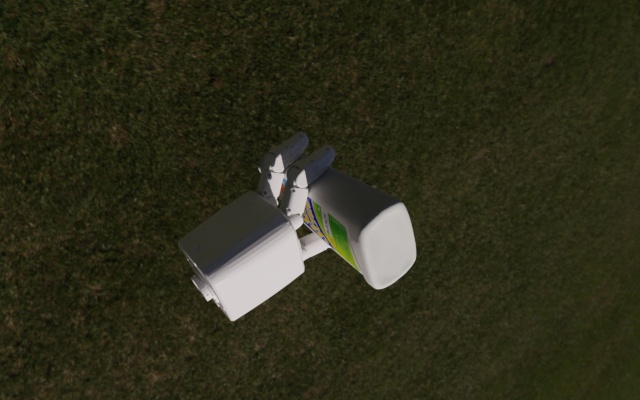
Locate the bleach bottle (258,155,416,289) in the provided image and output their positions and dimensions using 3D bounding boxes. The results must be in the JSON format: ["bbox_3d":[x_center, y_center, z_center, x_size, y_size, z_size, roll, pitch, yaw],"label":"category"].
[{"bbox_3d":[0.000,0.002,0.575,0.068,0.103,0.250,-34,38,-21],"label":"bleach bottle"}]
